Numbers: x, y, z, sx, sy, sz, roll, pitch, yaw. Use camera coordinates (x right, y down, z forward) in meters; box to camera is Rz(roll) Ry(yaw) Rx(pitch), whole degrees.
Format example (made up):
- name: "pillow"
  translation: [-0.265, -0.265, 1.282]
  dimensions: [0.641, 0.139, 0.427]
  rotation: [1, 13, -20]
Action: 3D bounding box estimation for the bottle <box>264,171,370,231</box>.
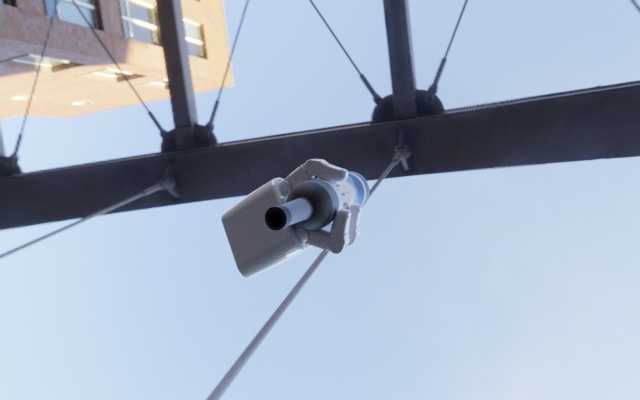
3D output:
- name: "bottle"
  translation: [0.000, 0.002, 0.664]
  dimensions: [0.069, 0.069, 0.295]
  rotation: [0, 7, 20]
